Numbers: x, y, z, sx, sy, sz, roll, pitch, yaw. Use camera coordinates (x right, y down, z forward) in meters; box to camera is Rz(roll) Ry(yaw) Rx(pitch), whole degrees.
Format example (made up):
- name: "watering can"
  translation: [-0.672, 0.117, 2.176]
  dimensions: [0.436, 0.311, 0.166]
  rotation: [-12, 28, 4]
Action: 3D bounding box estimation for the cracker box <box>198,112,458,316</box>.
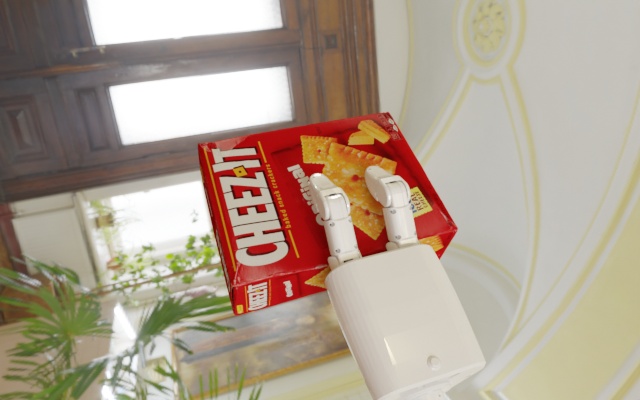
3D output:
- name: "cracker box"
  translation: [0.000, 0.002, 0.476]
  dimensions: [0.213, 0.164, 0.072]
  rotation: [-12, -33, -16]
